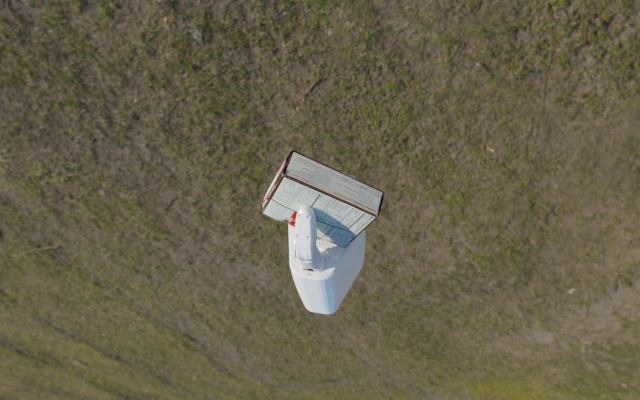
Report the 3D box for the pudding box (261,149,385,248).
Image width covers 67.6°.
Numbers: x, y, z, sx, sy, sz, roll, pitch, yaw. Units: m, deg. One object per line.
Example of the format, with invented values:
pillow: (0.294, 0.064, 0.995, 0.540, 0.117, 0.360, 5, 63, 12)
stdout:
pudding box: (0.000, 0.002, 0.526, 0.113, 0.039, 0.090, 23, -35, -11)
